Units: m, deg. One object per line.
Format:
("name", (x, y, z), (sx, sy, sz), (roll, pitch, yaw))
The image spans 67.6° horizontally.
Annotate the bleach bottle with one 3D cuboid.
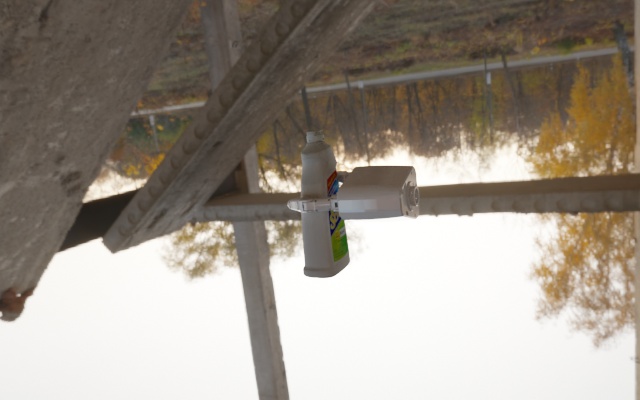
("bleach bottle", (0.000, 0.003, 0.846), (0.068, 0.251, 0.102), (-1, 12, 27))
